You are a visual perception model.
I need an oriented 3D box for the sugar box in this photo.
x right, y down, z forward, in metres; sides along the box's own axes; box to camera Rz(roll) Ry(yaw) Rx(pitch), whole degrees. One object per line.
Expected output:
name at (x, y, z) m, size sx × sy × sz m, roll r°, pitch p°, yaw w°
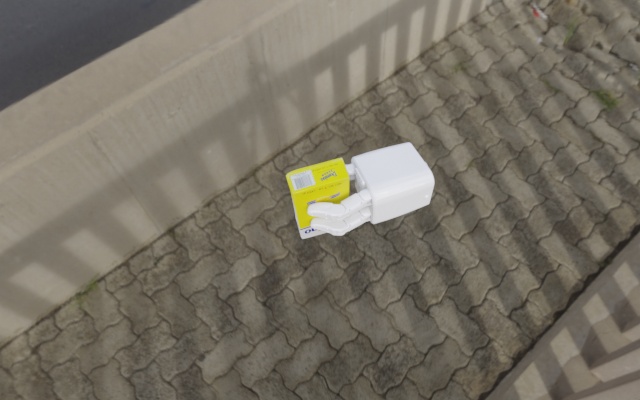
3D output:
sugar box at (0.000, 0.003, 0.802) m, size 0.093 × 0.048 × 0.176 m, roll -16°, pitch -30°, yaw -4°
